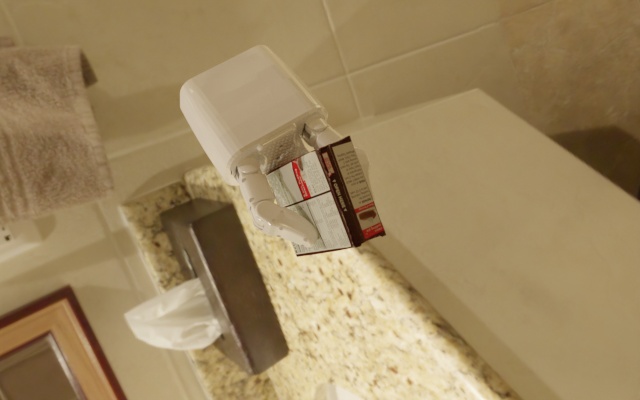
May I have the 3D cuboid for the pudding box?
[{"bbox_3d":[0.000,0.001,0.433,0.039,0.090,0.113,-22,2,-28],"label":"pudding box"}]
